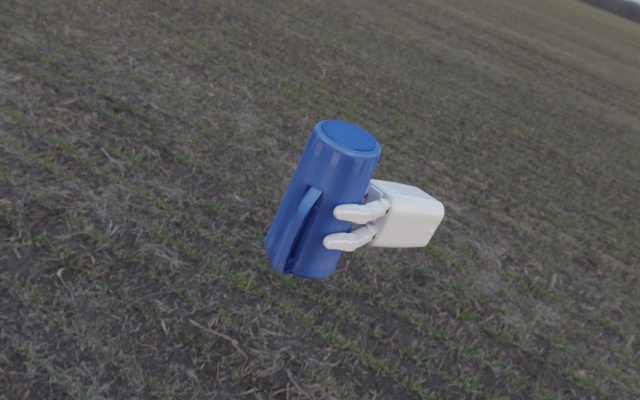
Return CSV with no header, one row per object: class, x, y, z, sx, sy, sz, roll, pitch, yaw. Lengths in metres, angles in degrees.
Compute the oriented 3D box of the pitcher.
pitcher,0.000,0.002,0.763,0.145,0.243,0.149,6,34,-25
